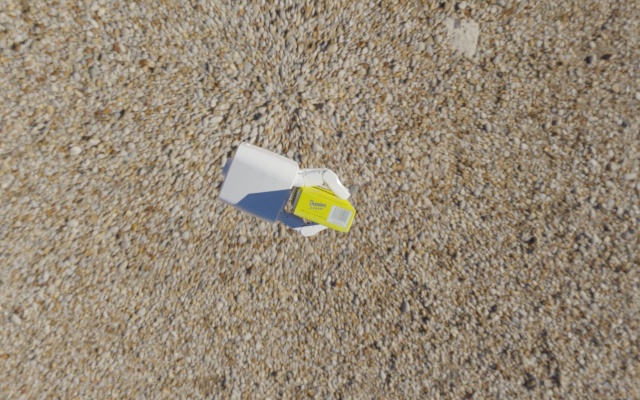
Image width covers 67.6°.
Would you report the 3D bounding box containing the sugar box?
[{"bbox_3d":[0.000,0.002,0.822,0.093,0.048,0.176,21,10,-8],"label":"sugar box"}]
